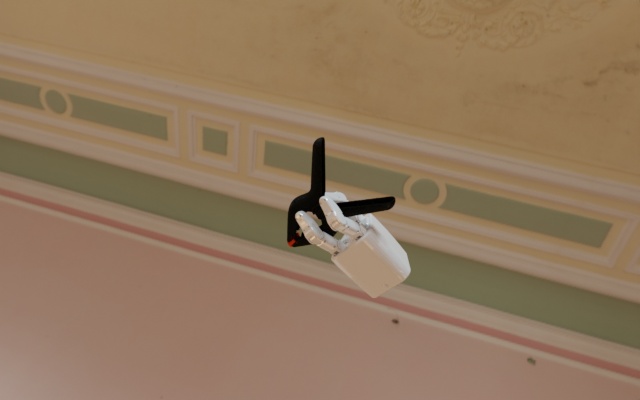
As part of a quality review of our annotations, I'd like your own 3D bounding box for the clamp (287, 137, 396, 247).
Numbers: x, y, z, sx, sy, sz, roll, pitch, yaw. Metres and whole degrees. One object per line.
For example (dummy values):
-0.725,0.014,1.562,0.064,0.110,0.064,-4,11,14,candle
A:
0.000,0.003,0.815,0.210,0.164,0.036,-40,8,31,clamp
